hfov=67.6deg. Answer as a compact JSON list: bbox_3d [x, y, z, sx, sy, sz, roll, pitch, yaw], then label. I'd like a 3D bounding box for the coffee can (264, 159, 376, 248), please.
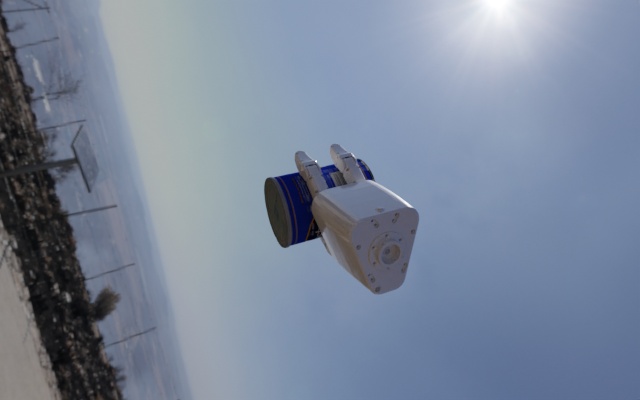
[{"bbox_3d":[0.000,0.002,0.696,0.140,0.103,0.103,-14,4,-19],"label":"coffee can"}]
